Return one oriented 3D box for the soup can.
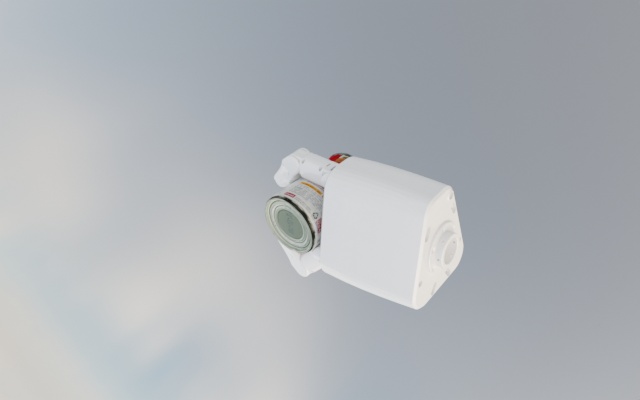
[{"bbox_3d":[-0.001,0.002,0.504,0.068,0.068,0.102,0,29,47],"label":"soup can"}]
